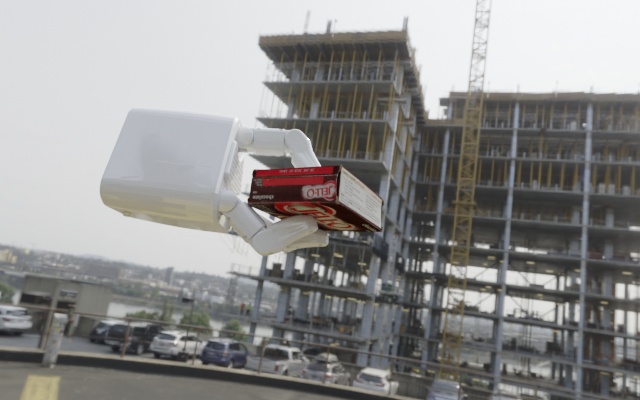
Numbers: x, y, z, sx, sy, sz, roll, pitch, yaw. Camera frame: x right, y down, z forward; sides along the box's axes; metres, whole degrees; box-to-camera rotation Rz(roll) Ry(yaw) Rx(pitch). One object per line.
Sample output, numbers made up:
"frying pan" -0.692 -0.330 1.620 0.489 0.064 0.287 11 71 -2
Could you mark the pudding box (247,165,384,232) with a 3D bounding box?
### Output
"pudding box" 0.000 0.001 0.451 0.090 0.039 0.113 0 -13 28
